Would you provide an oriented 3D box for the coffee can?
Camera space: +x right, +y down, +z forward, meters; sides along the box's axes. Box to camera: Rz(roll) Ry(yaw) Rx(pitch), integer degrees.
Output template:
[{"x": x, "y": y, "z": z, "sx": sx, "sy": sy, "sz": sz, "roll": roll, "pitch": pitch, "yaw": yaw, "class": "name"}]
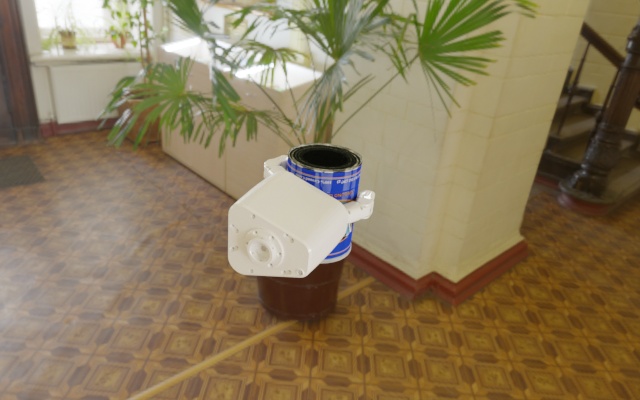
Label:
[{"x": 0.000, "y": 0.002, "z": 0.671, "sx": 0.103, "sy": 0.140, "sz": 0.102, "roll": 5, "pitch": 26, "yaw": -2, "class": "coffee can"}]
